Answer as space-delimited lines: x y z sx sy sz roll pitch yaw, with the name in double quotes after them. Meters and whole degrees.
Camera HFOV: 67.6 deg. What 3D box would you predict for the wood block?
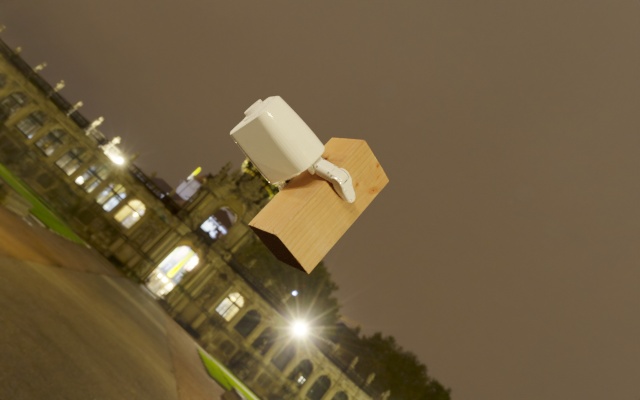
0.000 0.002 0.755 0.206 0.090 0.091 -47 32 -20 "wood block"
